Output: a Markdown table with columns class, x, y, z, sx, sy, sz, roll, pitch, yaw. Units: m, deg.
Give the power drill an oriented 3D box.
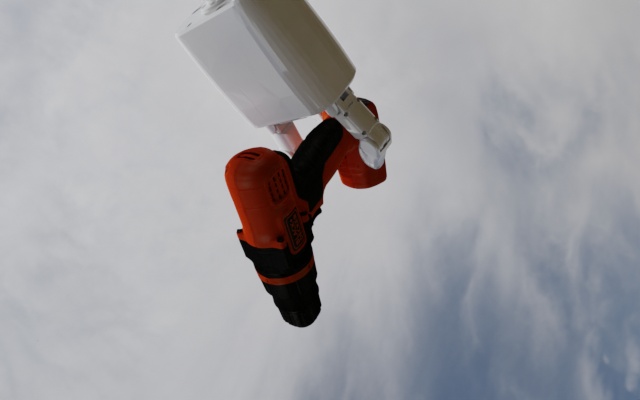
| class | x | y | z | sx | sy | sz | roll | pitch | yaw |
| --- | --- | --- | --- | --- | --- | --- | --- | --- | --- |
| power drill | 0.000 | 0.001 | 0.447 | 0.057 | 0.185 | 0.187 | 10 | 41 | 29 |
